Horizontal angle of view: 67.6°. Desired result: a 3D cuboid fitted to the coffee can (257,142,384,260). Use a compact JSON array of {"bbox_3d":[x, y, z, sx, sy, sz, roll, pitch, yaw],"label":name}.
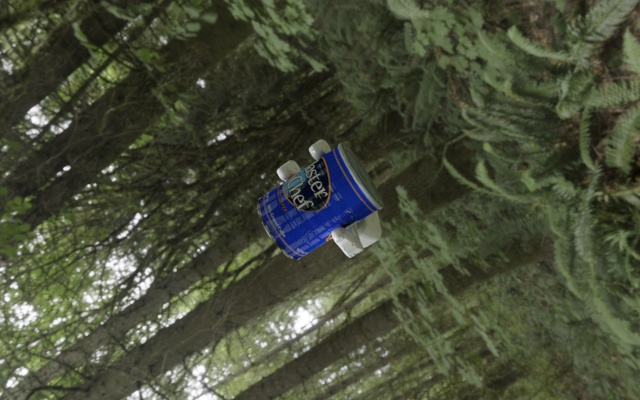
[{"bbox_3d":[0.000,0.002,0.650,0.140,0.103,0.103,-33,-8,13],"label":"coffee can"}]
